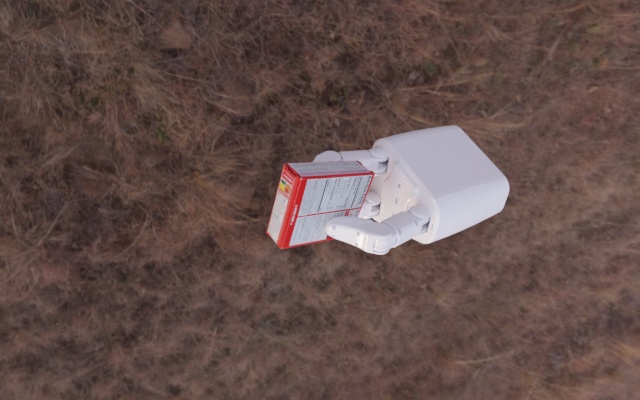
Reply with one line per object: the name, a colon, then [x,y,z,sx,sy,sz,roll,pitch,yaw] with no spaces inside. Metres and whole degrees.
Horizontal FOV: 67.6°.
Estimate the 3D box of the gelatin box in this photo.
gelatin box: [0.000,0.002,0.440,0.089,0.073,0.030,-7,36,-39]
